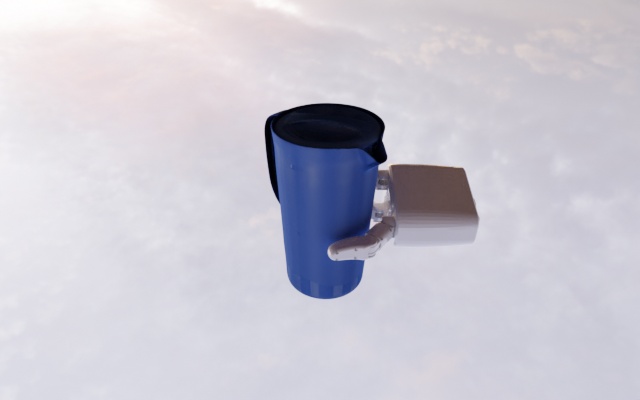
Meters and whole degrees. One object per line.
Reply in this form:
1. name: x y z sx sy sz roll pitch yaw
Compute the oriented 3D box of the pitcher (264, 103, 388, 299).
1. pitcher: 0.000 0.002 0.623 0.145 0.243 0.149 -1 33 -3
